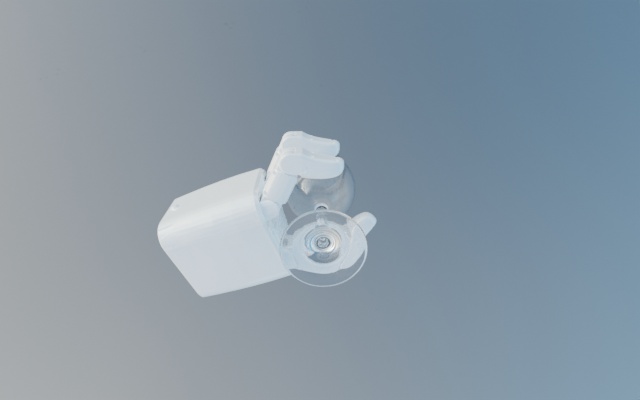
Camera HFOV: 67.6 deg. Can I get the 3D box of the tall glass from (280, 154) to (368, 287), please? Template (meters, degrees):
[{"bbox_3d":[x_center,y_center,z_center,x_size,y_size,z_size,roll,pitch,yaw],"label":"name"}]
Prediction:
[{"bbox_3d":[0.000,0.002,0.491,0.079,0.079,0.201,0,24,-1],"label":"tall glass"}]
